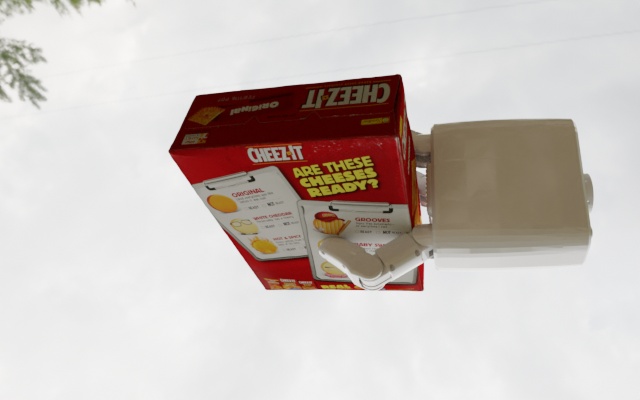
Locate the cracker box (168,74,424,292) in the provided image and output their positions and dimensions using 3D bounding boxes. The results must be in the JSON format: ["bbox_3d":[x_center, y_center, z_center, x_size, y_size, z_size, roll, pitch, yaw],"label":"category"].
[{"bbox_3d":[0.000,0.002,0.410,0.164,0.072,0.214,-2,-38,16],"label":"cracker box"}]
